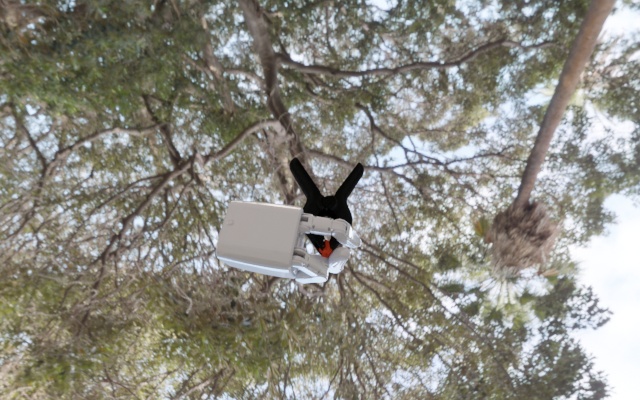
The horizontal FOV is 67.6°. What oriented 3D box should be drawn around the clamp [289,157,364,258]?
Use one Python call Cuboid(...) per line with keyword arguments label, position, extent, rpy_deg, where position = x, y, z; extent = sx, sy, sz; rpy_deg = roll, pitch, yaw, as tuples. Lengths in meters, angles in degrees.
Cuboid(label="clamp", position=(0.000, 0.003, 0.741), extent=(0.120, 0.171, 0.039), rpy_deg=(8, -33, 4))
